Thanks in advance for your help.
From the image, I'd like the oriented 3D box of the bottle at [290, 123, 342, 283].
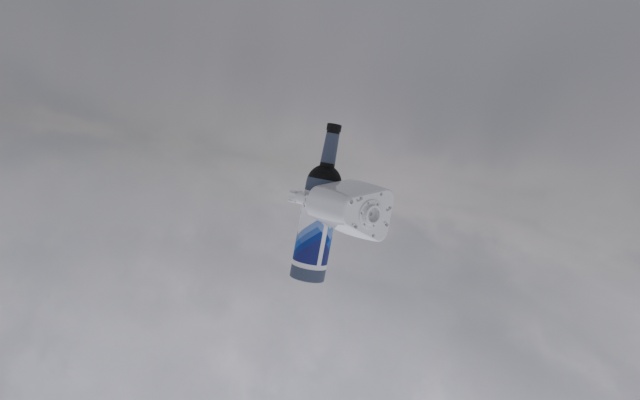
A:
[{"bbox_3d":[0.000,0.003,0.896,0.069,0.296,0.069,10,4,-1],"label":"bottle"}]
